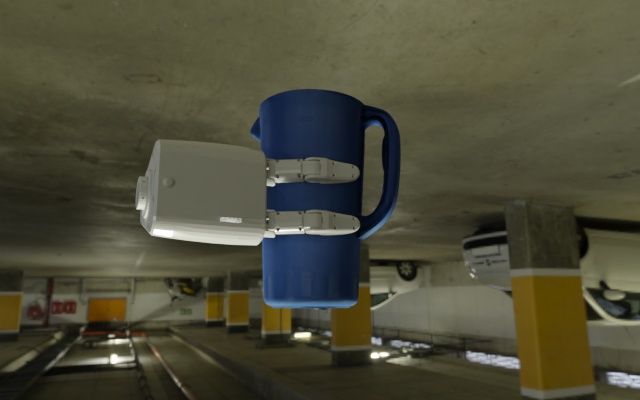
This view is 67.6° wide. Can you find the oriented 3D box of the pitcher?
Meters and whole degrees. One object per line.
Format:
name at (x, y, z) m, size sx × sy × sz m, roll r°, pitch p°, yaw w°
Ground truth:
pitcher at (0.000, 0.002, 0.561) m, size 0.145 × 0.242 × 0.149 m, roll 6°, pitch -13°, yaw -27°
